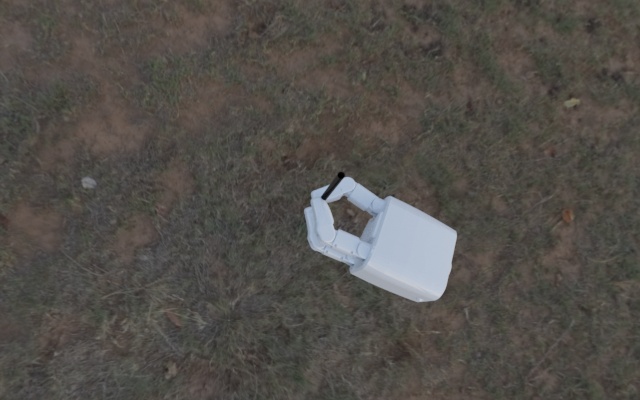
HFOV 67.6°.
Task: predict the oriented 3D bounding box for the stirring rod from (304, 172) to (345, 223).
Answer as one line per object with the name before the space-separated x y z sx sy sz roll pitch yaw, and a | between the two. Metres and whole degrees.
stirring rod | 0.000 0.002 0.622 0.011 0.011 0.239 0 -14 -11
